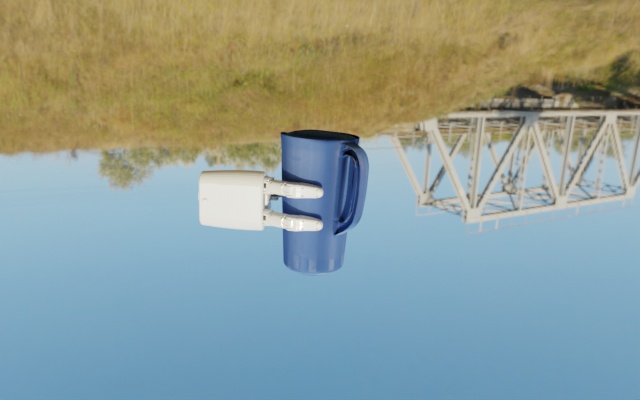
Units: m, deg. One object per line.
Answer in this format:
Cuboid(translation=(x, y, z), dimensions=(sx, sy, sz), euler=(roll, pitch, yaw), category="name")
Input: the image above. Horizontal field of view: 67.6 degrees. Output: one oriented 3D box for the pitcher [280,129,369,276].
Cuboid(translation=(0.000, 0.003, 0.818), dimensions=(0.145, 0.243, 0.149), euler=(3, 14, 0), category="pitcher")
